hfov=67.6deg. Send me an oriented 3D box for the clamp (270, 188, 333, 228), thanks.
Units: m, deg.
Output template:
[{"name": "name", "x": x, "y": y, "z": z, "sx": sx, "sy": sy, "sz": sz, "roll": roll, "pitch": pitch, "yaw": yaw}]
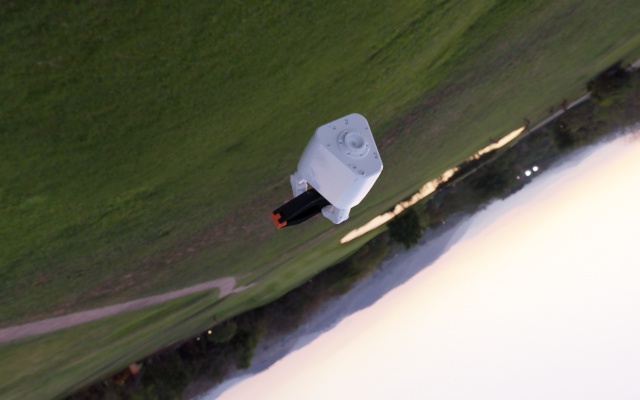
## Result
[{"name": "clamp", "x": 0.000, "y": 0.004, "z": 0.874, "sx": 0.210, "sy": 0.036, "sz": 0.165, "roll": -26, "pitch": -18, "yaw": -26}]
